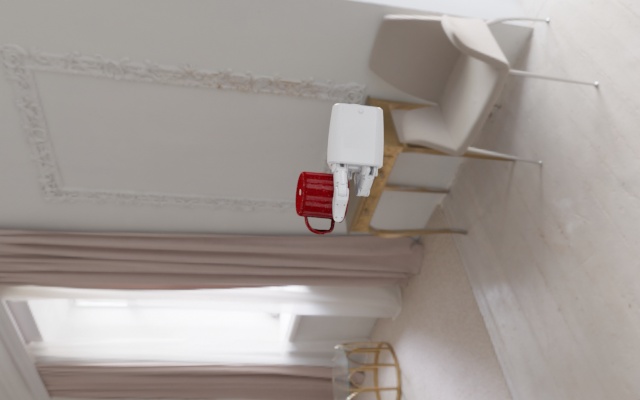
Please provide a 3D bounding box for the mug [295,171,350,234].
[{"bbox_3d":[0.000,0.004,0.863,0.081,0.117,0.093,5,-7,-12],"label":"mug"}]
